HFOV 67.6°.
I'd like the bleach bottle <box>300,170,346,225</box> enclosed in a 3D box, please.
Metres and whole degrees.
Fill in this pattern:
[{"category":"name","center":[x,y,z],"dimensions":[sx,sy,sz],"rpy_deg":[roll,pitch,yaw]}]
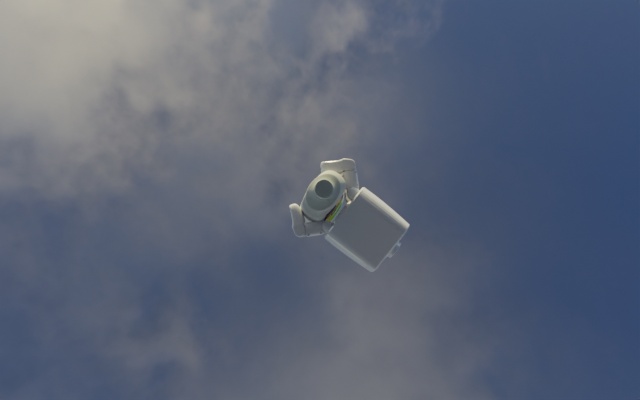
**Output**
[{"category":"bleach bottle","center":[0.000,0.003,0.860],"dimensions":[0.068,0.102,0.251],"rpy_deg":[38,-5,4]}]
